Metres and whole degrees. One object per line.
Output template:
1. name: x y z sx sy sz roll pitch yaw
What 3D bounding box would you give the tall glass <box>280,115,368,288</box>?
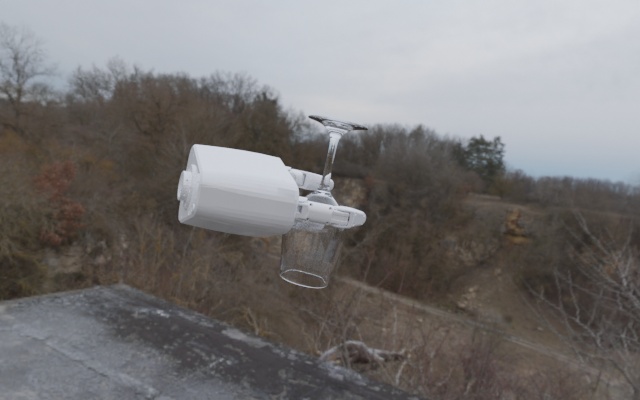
1. tall glass: 0.000 0.001 0.586 0.079 0.201 0.079 12 5 -1
